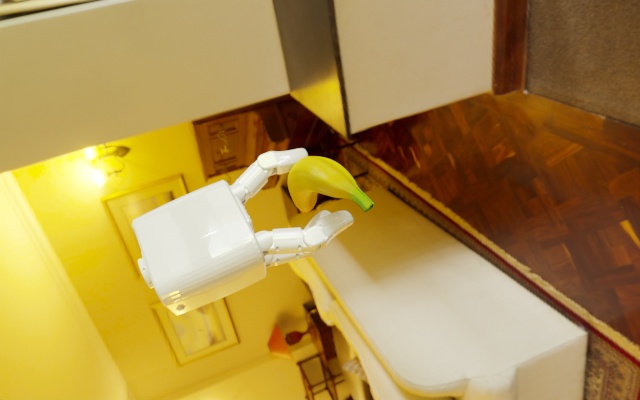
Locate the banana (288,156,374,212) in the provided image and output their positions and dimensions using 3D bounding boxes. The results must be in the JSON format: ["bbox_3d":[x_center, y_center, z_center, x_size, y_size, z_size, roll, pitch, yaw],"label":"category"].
[{"bbox_3d":[-0.007,-0.015,0.524,0.037,0.069,0.198,-29,8,-15],"label":"banana"}]
